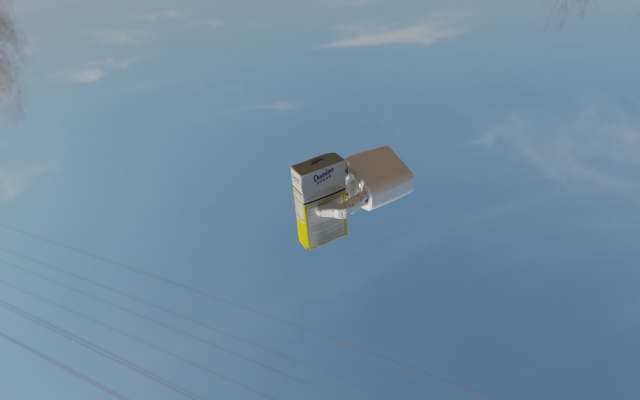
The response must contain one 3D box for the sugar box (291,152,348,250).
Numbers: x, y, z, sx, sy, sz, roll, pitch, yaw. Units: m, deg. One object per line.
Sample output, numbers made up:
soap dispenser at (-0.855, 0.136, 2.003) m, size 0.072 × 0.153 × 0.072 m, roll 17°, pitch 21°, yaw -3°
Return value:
sugar box at (0.000, 0.003, 0.894) m, size 0.093 × 0.176 × 0.048 m, roll -21°, pitch 37°, yaw -22°
